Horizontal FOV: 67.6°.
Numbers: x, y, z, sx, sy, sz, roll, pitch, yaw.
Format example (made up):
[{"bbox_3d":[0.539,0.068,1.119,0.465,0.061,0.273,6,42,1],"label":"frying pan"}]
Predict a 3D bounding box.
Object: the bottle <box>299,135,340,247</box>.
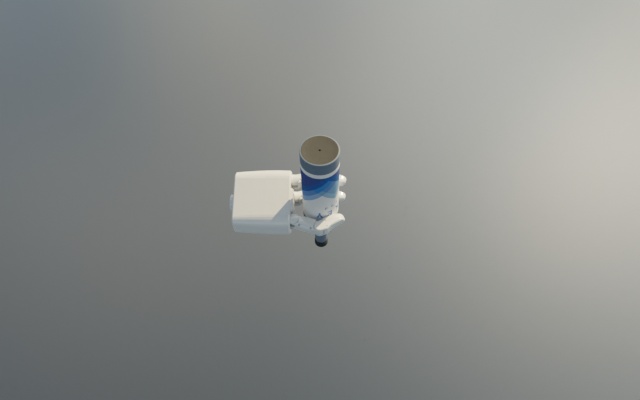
[{"bbox_3d":[0.000,0.003,0.889,0.069,0.069,0.296,0,-35,1],"label":"bottle"}]
